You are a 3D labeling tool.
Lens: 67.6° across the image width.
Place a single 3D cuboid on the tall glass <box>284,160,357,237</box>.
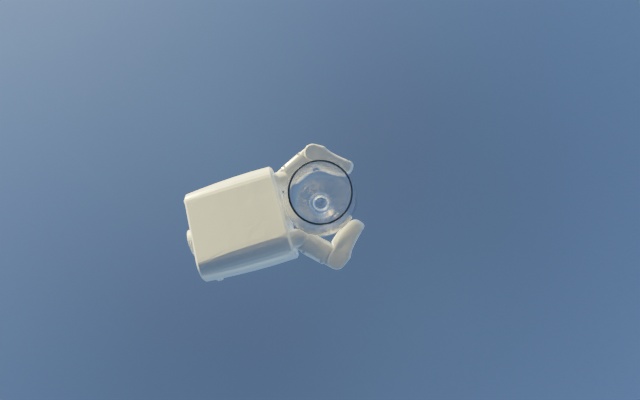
[{"bbox_3d":[0.000,0.002,0.544,0.079,0.079,0.201,0,-6,0],"label":"tall glass"}]
